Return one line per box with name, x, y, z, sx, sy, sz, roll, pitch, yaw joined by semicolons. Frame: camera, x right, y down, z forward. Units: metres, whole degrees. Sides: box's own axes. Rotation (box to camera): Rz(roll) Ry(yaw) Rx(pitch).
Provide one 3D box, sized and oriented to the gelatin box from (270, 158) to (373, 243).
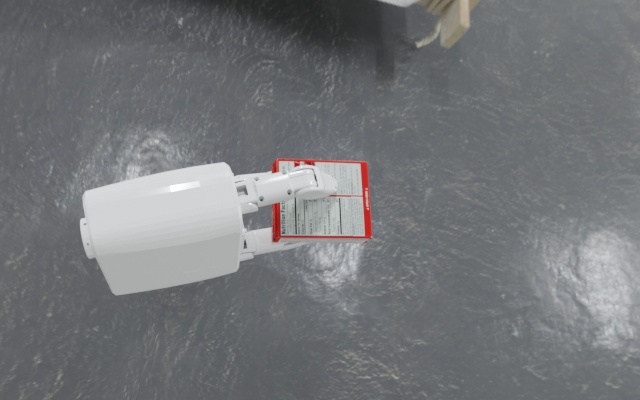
gelatin box;0.001;0.001;0.436;0.089;0.073;0.030;1;-16;-12
